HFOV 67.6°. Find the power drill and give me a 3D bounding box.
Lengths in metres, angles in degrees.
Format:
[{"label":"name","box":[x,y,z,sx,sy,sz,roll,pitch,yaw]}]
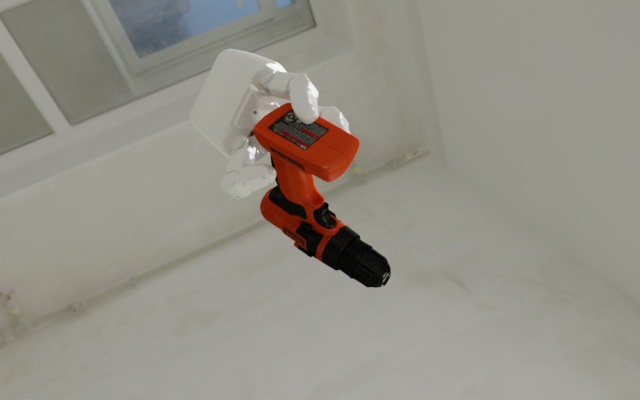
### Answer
[{"label":"power drill","box":[0.000,0.001,0.509,0.184,0.188,0.057,31,58,24]}]
